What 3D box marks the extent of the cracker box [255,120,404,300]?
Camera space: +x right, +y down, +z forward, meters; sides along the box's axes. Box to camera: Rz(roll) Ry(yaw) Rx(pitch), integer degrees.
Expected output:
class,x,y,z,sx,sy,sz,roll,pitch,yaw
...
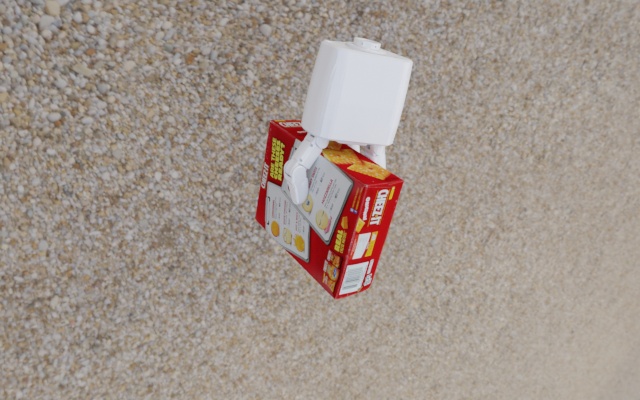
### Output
class,x,y,z,sx,sy,sz,roll,pitch,yaw
cracker box,0.000,0.002,0.650,0.072,0.164,0.213,-7,32,-36
